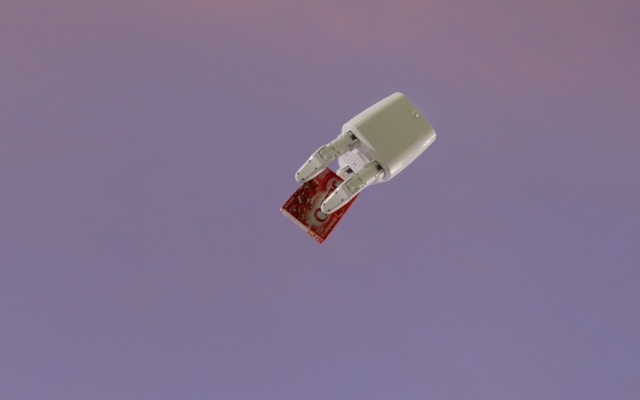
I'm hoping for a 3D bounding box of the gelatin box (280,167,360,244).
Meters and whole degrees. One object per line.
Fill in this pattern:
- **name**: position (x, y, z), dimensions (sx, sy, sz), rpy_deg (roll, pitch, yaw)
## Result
- **gelatin box**: position (0.000, 0.003, 0.655), dimensions (0.073, 0.089, 0.030), rpy_deg (38, -19, 1)
